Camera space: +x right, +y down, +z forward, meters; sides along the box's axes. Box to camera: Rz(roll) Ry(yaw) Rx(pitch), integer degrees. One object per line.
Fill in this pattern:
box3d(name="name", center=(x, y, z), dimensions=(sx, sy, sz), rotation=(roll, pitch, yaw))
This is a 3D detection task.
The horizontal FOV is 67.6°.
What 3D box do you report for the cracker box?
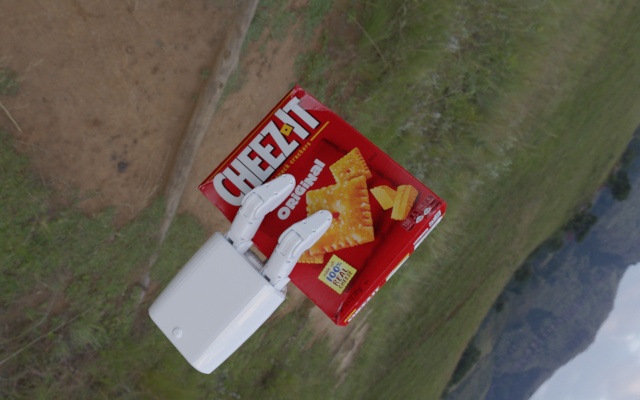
box3d(name="cracker box", center=(0.000, 0.002, 0.516), dimensions=(0.213, 0.164, 0.072), rotation=(42, -5, 17))
